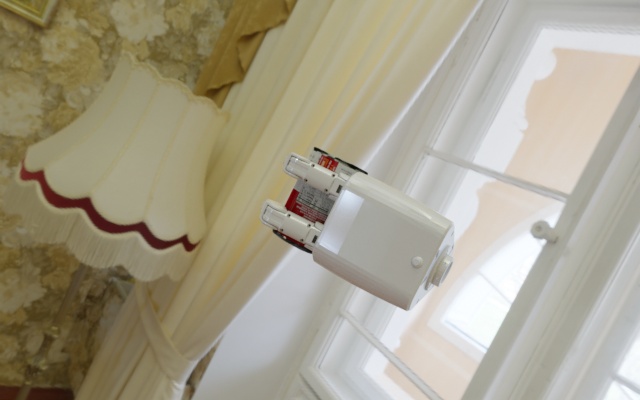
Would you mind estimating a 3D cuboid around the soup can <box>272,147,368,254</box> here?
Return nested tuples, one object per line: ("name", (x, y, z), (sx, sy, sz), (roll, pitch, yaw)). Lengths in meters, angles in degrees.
("soup can", (0.000, 0.001, 0.516), (0.068, 0.102, 0.068), (26, 4, -2))
